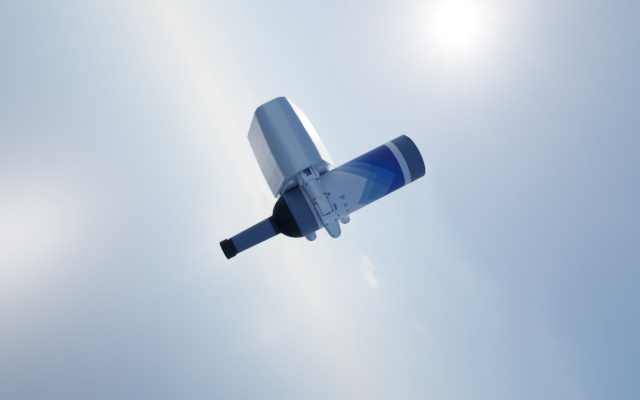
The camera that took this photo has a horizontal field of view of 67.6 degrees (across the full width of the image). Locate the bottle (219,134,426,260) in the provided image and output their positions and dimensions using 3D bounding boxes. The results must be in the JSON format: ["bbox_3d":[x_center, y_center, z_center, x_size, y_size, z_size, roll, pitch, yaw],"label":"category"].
[{"bbox_3d":[0.000,0.002,0.658,0.295,0.069,0.069,-27,3,-6],"label":"bottle"}]
